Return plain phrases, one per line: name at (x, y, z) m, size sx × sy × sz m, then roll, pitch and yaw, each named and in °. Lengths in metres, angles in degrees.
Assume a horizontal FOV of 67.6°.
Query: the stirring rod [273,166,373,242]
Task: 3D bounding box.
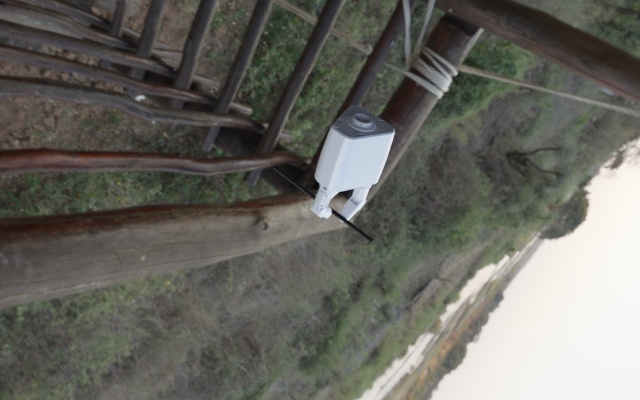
stirring rod at (0.000, 0.003, 0.875) m, size 0.239 × 0.011 × 0.011 m, roll 37°, pitch 16°, yaw 23°
